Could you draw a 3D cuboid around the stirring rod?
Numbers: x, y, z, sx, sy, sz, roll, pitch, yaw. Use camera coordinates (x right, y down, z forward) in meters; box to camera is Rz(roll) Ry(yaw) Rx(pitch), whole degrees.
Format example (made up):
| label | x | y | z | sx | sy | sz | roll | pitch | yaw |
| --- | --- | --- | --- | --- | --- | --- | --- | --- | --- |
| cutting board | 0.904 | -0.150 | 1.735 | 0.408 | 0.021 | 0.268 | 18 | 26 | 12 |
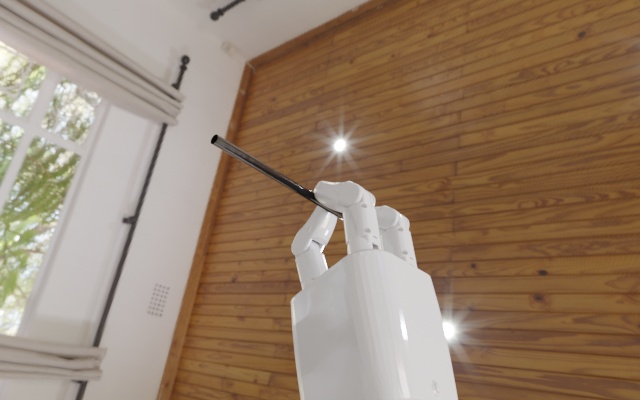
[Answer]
| label | x | y | z | sx | sy | sz | roll | pitch | yaw |
| --- | --- | --- | --- | --- | --- | --- | --- | --- | --- |
| stirring rod | 0.000 | 0.001 | 0.425 | 0.011 | 0.011 | 0.240 | 0 | -22 | 44 |
